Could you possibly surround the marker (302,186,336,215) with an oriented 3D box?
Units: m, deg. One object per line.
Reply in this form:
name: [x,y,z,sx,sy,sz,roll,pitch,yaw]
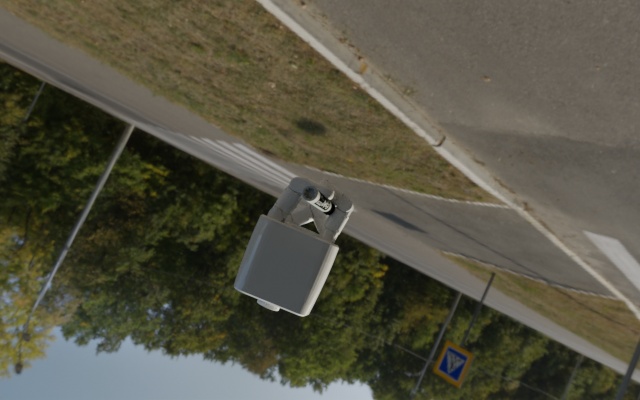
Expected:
marker: [0.000,0.002,0.602,0.020,0.020,0.121,0,-10,12]
